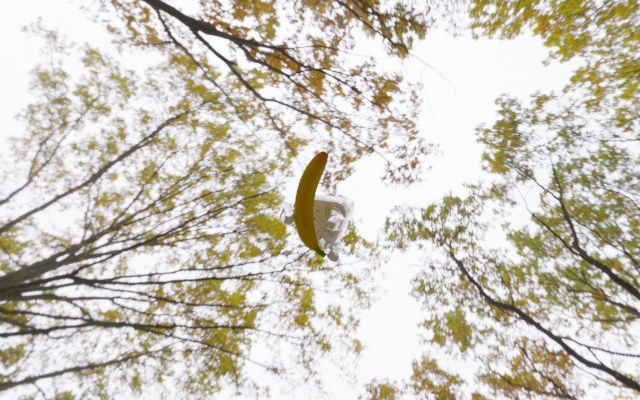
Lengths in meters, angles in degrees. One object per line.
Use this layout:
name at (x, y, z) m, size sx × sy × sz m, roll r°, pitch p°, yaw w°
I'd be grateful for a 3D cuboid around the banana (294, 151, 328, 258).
banana at (-0.018, 0.006, 0.896) m, size 0.069 × 0.198 × 0.037 m, roll 2°, pitch 7°, yaw 19°
